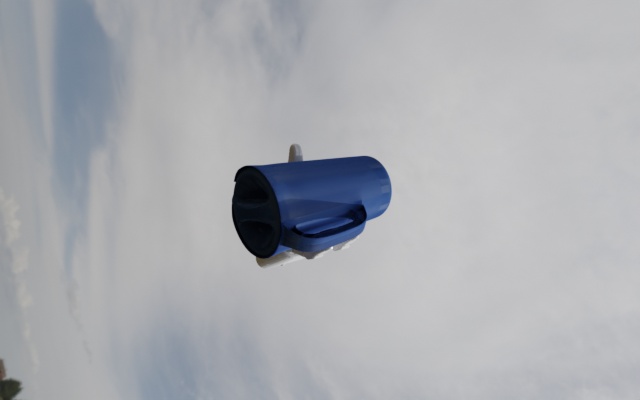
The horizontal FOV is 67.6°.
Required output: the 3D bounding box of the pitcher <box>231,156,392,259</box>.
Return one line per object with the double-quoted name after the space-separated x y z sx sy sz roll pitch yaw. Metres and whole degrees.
0.000 0.002 0.731 0.243 0.149 0.145 -13 -11 -38 "pitcher"
